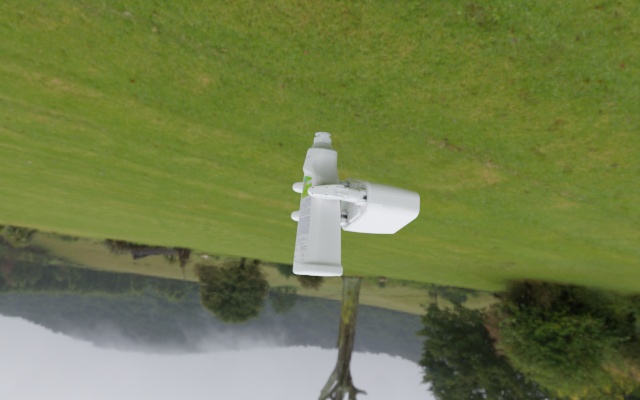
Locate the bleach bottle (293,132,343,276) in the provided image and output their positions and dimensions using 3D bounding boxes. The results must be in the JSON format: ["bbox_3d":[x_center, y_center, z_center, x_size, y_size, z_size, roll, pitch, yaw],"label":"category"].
[{"bbox_3d":[0.000,0.003,0.831,0.068,0.250,0.102,8,-11,-23],"label":"bleach bottle"}]
